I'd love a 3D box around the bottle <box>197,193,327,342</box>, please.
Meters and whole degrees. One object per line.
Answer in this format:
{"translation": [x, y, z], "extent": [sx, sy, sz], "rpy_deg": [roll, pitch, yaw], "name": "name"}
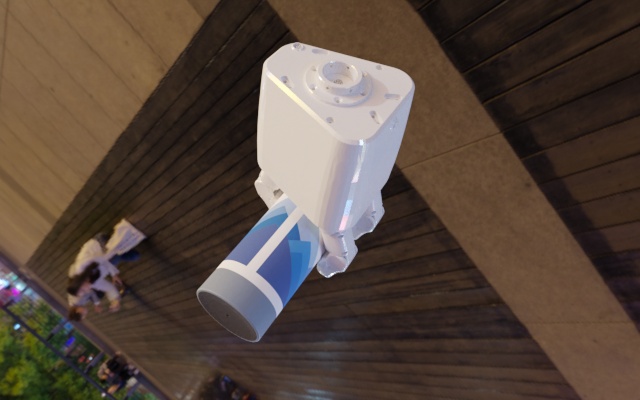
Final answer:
{"translation": [0.000, 0.002, 0.479], "extent": [0.069, 0.069, 0.295], "rpy_deg": [0, 40, 44], "name": "bottle"}
